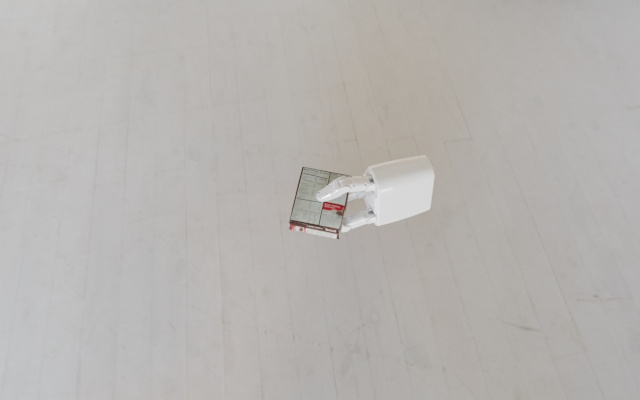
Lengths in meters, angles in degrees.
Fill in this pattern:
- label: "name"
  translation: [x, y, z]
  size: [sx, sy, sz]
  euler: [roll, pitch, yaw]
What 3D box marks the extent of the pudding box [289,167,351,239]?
- label: "pudding box"
  translation: [0.000, 0.003, 0.823]
  size: [0.090, 0.113, 0.039]
  euler: [11, -29, 4]
